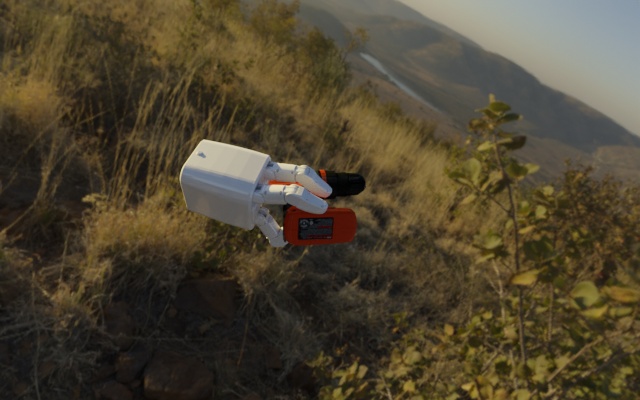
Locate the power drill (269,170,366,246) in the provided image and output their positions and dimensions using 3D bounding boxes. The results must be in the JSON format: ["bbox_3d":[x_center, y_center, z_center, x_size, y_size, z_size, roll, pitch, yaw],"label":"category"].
[{"bbox_3d":[0.000,0.003,0.760,0.184,0.057,0.187,-4,23,-10],"label":"power drill"}]
